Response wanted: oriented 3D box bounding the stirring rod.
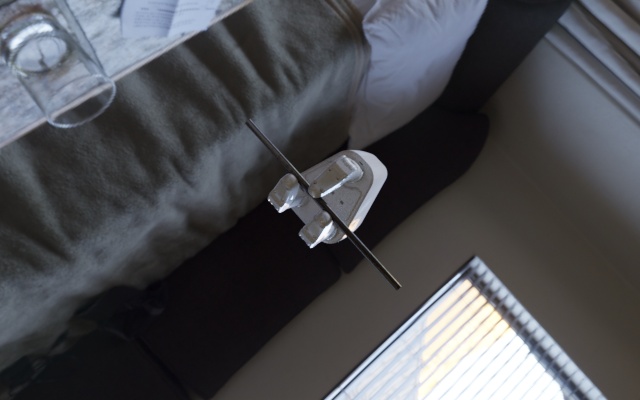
[{"bbox_3d":[0.000,0.002,0.505,0.011,0.239,0.011,-41,-9,-8],"label":"stirring rod"}]
